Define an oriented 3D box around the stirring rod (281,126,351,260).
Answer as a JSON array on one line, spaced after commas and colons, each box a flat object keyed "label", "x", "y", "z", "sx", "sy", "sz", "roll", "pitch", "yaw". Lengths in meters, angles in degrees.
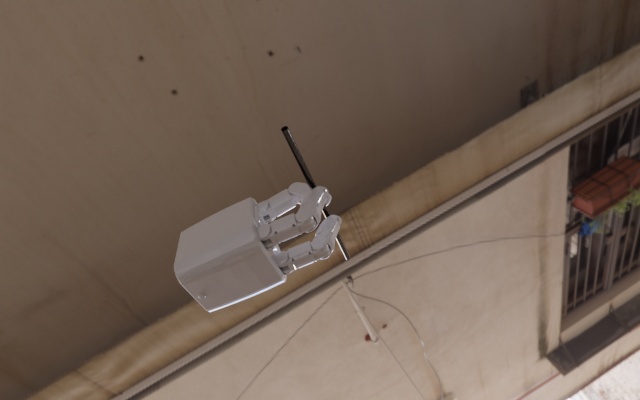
[{"label": "stirring rod", "x": 0.000, "y": 0.002, "z": 0.592, "sx": 0.011, "sy": 0.011, "sz": 0.240, "roll": 0, "pitch": -41, "yaw": 25}]
